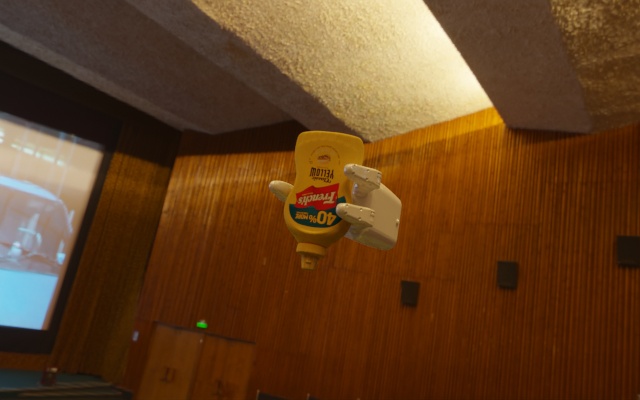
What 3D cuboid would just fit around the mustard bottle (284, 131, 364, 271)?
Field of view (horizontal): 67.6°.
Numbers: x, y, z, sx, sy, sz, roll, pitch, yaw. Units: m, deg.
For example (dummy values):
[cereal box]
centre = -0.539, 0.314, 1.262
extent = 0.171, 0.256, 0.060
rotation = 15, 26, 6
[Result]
[mustard bottle]
centre = 0.000, 0.002, 0.663
extent = 0.096, 0.191, 0.058
rotation = 8, -13, 11
